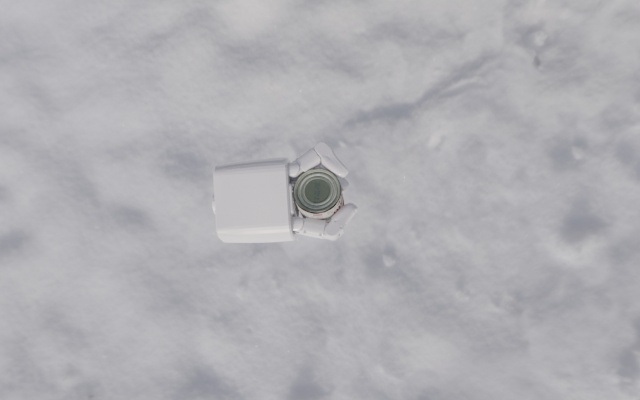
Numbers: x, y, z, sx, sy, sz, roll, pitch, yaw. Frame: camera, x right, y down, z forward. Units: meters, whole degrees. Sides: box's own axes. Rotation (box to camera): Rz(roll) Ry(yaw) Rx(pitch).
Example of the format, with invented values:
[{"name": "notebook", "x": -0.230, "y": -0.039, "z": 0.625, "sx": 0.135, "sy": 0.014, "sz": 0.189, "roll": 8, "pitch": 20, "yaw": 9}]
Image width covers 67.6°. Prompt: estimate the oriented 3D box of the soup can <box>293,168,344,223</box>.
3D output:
[{"name": "soup can", "x": 0.001, "y": 0.002, "z": 0.693, "sx": 0.068, "sy": 0.068, "sz": 0.102, "roll": 0, "pitch": -19, "yaw": 6}]
